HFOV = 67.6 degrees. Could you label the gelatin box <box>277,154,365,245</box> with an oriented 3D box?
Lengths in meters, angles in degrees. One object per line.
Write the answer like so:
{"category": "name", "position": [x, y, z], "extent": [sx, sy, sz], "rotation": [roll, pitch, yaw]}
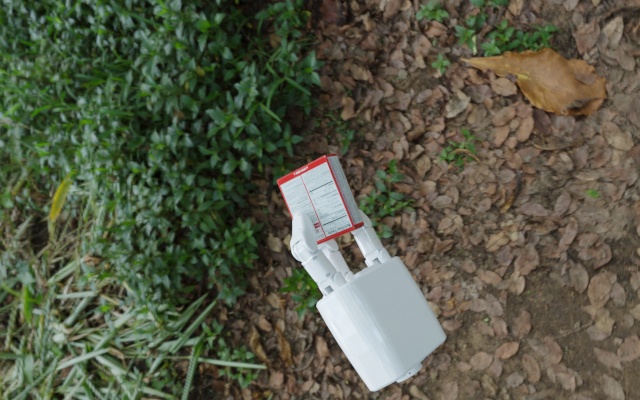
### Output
{"category": "gelatin box", "position": [0.000, 0.002, 0.544], "extent": [0.073, 0.089, 0.030], "rotation": [-25, -5, 31]}
